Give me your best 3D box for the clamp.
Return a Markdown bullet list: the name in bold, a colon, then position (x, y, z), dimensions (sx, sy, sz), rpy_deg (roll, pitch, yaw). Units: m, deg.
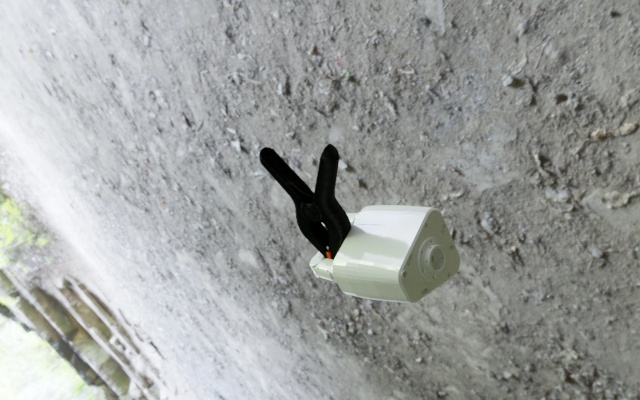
- **clamp**: position (0.000, 0.002, 0.592), dimensions (0.120, 0.171, 0.039), rpy_deg (-3, 33, 51)
